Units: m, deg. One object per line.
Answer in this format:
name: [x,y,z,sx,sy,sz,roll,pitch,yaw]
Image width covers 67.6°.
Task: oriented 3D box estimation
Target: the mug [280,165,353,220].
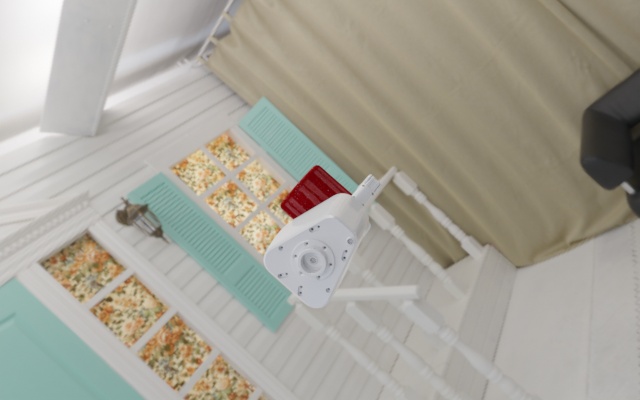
mug: [0.000,0.002,0.683,0.081,0.093,0.117,42,15,-1]
